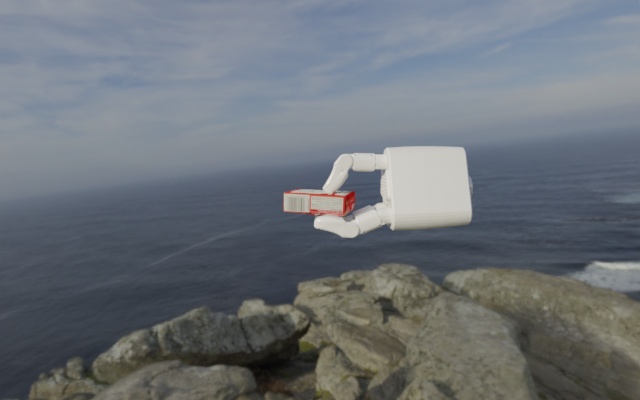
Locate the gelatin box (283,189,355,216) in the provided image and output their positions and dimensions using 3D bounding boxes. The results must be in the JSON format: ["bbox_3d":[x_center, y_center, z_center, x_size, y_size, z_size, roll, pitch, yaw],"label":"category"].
[{"bbox_3d":[0.000,0.002,0.674,0.089,0.030,0.073,4,6,13],"label":"gelatin box"}]
